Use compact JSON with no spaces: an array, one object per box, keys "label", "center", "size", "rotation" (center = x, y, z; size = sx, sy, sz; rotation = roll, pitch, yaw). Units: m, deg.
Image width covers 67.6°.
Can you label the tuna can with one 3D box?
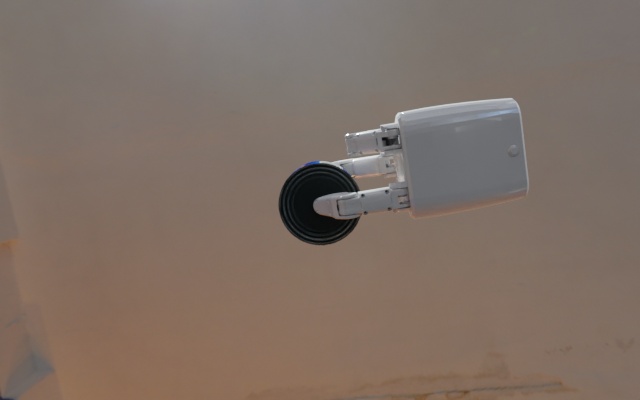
[{"label":"tuna can","center":[0.000,0.002,0.502],"size":[0.086,0.086,0.033],"rotation":[0,10,0]}]
